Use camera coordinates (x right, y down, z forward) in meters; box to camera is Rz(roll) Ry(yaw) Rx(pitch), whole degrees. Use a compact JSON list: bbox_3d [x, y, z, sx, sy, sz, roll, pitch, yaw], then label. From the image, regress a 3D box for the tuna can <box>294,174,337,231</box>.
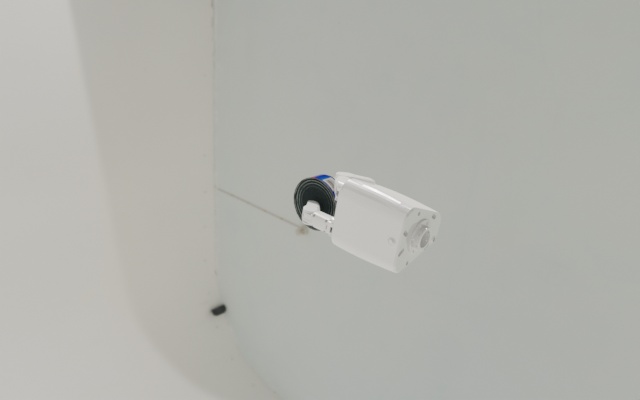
[{"bbox_3d":[0.000,0.002,0.755,0.086,0.086,0.033,0,13,41],"label":"tuna can"}]
